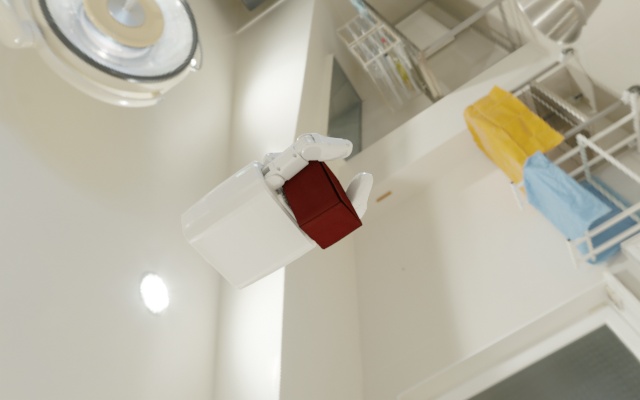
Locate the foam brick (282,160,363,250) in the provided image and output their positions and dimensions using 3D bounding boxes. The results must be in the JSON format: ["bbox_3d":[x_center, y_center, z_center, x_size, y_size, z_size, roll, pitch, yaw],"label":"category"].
[{"bbox_3d":[0.000,0.002,0.503,0.051,0.078,0.053,-34,-44,8],"label":"foam brick"}]
